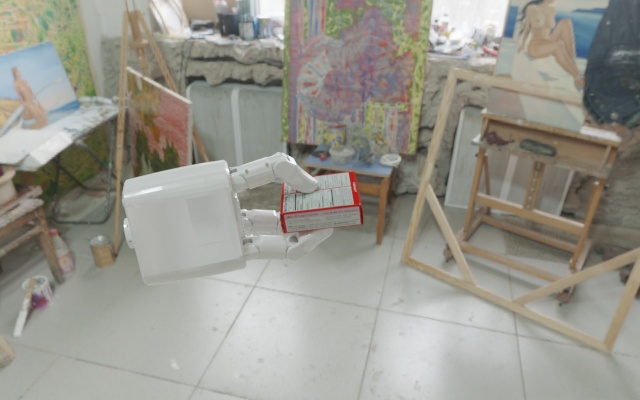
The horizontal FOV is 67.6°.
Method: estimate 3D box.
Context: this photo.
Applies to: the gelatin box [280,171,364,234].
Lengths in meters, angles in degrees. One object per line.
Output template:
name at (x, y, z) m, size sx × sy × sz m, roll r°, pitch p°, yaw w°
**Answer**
gelatin box at (0.000, 0.001, 0.536) m, size 0.089 × 0.030 × 0.073 m, roll -8°, pitch 32°, yaw 2°
